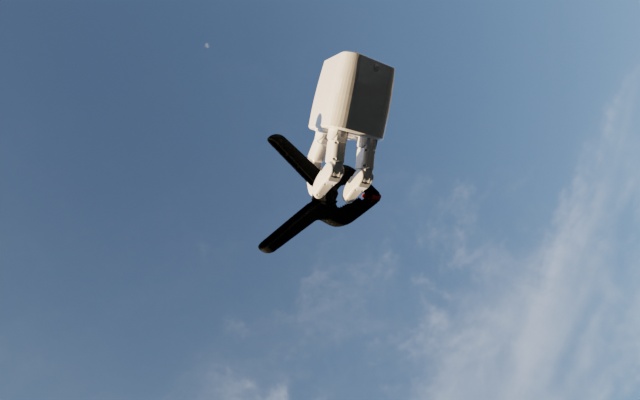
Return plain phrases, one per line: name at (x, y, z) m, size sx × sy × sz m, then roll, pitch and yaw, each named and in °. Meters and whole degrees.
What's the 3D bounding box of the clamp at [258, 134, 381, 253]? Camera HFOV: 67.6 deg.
clamp at (0.000, 0.002, 0.707) m, size 0.210 × 0.164 × 0.036 m, roll 9°, pitch 5°, yaw -36°
